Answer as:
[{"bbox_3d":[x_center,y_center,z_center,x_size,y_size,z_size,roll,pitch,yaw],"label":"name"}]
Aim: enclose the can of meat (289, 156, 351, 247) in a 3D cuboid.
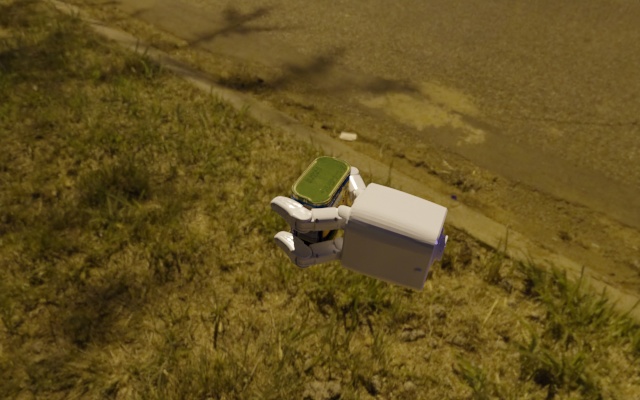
[{"bbox_3d":[0.000,0.002,0.626,0.057,0.084,0.102,20,43,16],"label":"can of meat"}]
